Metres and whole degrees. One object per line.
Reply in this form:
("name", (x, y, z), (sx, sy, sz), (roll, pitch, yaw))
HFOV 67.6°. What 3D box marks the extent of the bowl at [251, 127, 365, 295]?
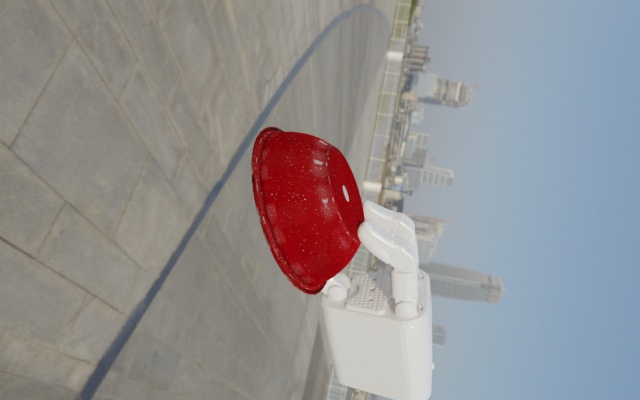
("bowl", (0.000, 0.000, 0.439), (0.055, 0.162, 0.162), (-17, -6, 19))
